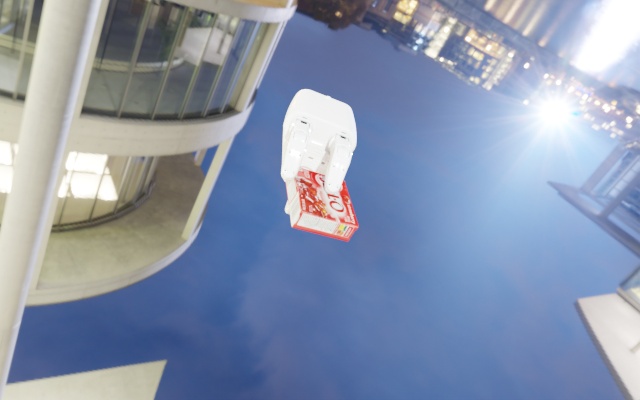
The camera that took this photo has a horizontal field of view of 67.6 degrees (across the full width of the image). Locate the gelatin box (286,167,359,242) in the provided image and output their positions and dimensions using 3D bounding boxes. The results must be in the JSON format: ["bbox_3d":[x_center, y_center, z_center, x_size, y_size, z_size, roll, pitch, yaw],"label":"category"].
[{"bbox_3d":[0.000,0.002,0.566,0.073,0.030,0.089,16,35,-22],"label":"gelatin box"}]
